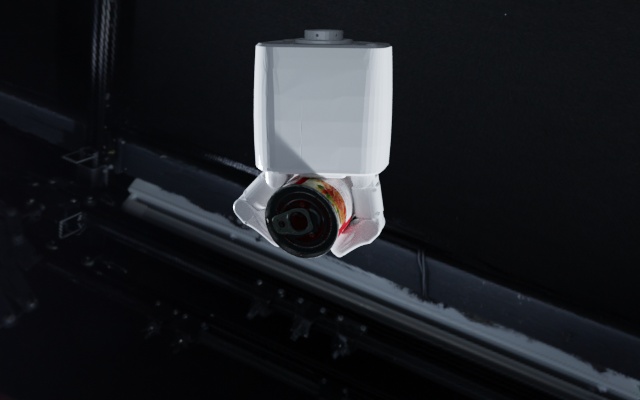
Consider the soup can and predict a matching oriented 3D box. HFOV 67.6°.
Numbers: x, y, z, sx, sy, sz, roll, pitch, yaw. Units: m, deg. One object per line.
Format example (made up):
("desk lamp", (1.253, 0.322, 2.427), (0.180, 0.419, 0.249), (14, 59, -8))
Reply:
("soup can", (0.000, 0.002, 0.448), (0.068, 0.068, 0.102), (0, 20, 21))
